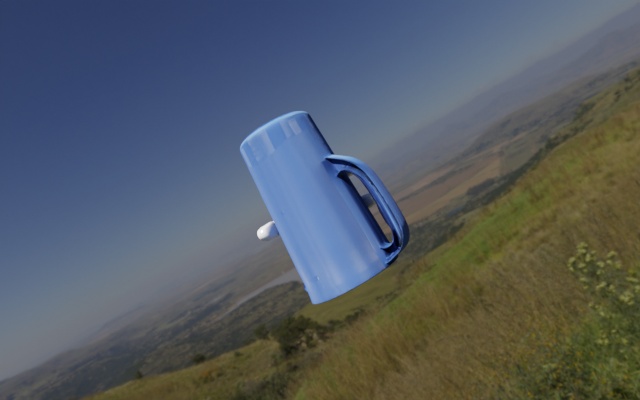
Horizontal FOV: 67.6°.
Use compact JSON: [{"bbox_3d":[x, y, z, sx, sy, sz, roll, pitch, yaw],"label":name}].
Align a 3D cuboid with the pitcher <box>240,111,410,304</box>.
[{"bbox_3d":[0.000,0.002,0.645,0.149,0.243,0.145,-29,-1,-9],"label":"pitcher"}]
